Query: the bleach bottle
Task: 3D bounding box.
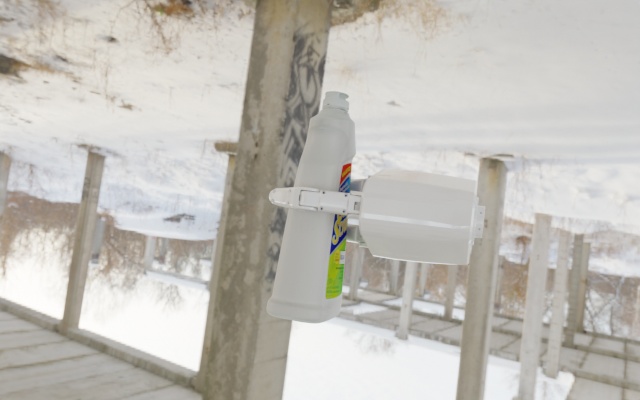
[{"bbox_3d":[0.000,0.002,0.534,0.068,0.251,0.102,6,-3,19],"label":"bleach bottle"}]
